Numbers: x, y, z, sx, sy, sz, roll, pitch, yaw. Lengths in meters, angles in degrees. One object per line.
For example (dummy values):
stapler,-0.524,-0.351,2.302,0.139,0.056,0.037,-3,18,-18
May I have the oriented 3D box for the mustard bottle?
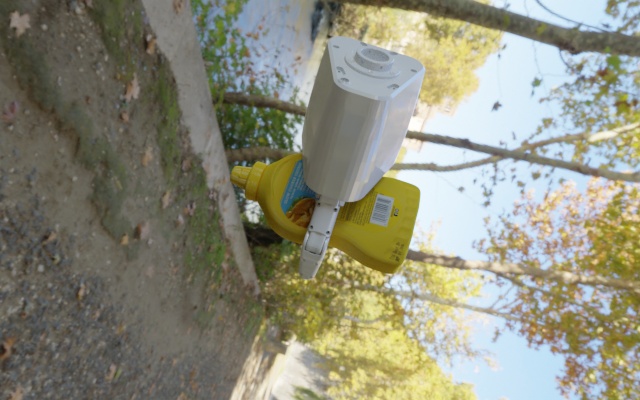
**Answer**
mustard bottle,0.000,0.002,0.489,0.191,0.096,0.058,18,-26,3
